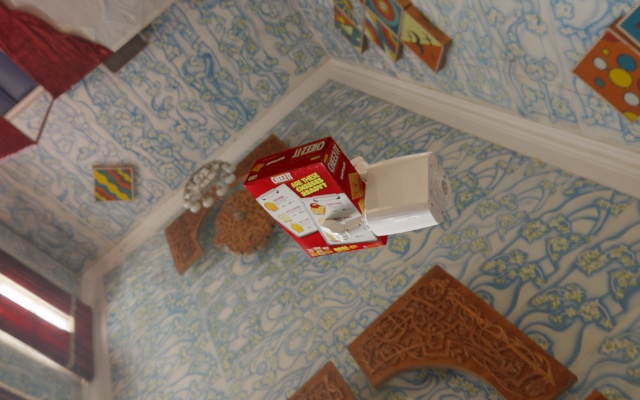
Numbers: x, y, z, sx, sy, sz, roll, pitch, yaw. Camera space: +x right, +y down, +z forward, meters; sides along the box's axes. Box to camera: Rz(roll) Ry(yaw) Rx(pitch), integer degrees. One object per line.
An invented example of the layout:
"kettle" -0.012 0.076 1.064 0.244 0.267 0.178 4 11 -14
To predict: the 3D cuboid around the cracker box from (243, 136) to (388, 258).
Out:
"cracker box" 0.000 0.003 0.824 0.164 0.072 0.214 -13 -48 33
